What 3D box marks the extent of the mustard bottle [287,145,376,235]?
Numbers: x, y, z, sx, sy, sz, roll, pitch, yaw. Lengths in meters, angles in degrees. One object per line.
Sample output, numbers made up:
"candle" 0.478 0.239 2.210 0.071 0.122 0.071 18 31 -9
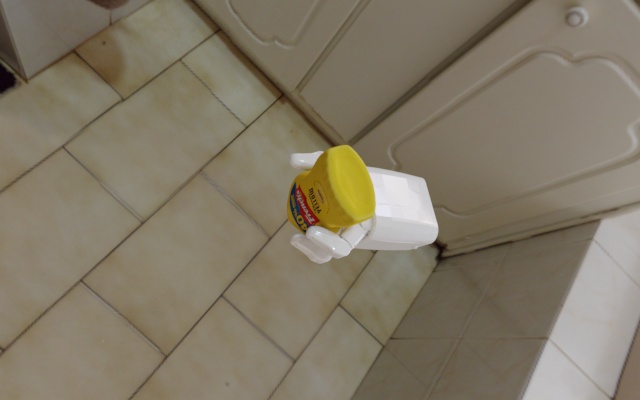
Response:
"mustard bottle" 0.000 0.002 0.644 0.058 0.096 0.192 -19 -6 -28
